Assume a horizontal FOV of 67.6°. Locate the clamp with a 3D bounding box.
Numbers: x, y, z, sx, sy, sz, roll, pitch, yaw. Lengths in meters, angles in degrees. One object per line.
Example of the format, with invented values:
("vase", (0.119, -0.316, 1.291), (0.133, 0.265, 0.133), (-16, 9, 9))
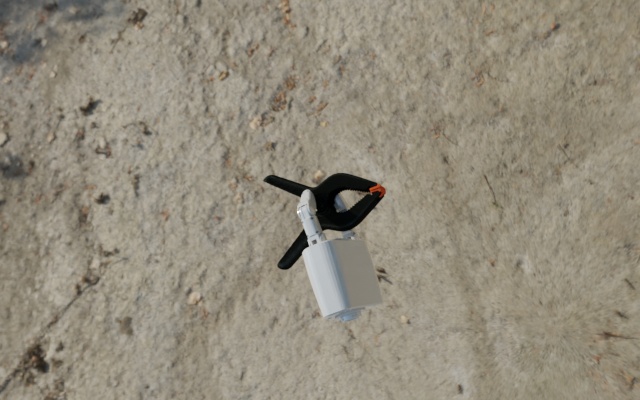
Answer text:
("clamp", (0.000, 0.002, 0.775), (0.210, 0.164, 0.036), (-24, -18, 19))
